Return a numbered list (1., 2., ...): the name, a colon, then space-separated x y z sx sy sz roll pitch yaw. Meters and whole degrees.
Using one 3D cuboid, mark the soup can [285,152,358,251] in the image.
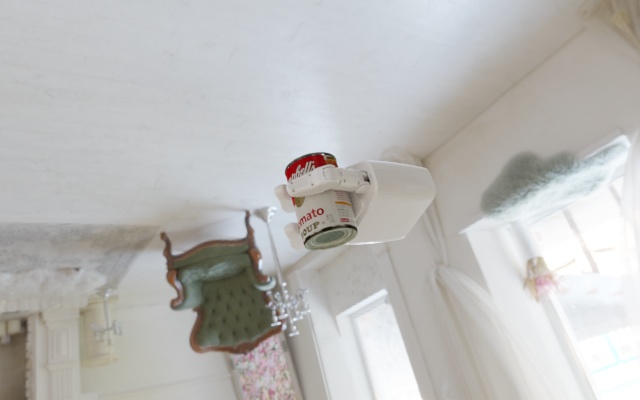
1. soup can: 0.000 0.002 0.580 0.068 0.102 0.068 -13 -24 -6
